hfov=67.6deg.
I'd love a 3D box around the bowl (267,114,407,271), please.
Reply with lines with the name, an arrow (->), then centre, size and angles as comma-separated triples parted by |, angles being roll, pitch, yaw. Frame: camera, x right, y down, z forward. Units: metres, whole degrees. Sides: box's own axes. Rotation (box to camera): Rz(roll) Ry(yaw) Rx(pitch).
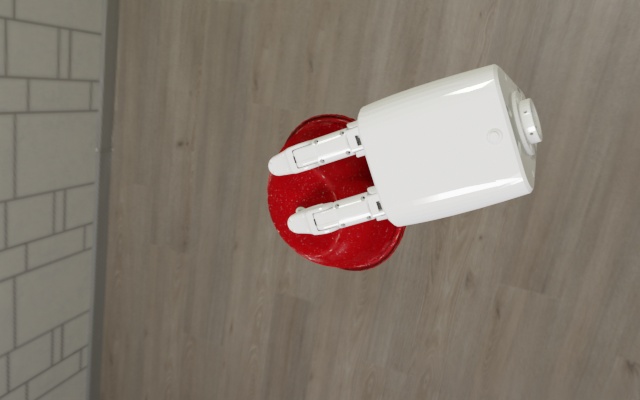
bowl -> -0.001, 0.002, 0.459 | 0.162, 0.162, 0.055 | 0, 16, 42
